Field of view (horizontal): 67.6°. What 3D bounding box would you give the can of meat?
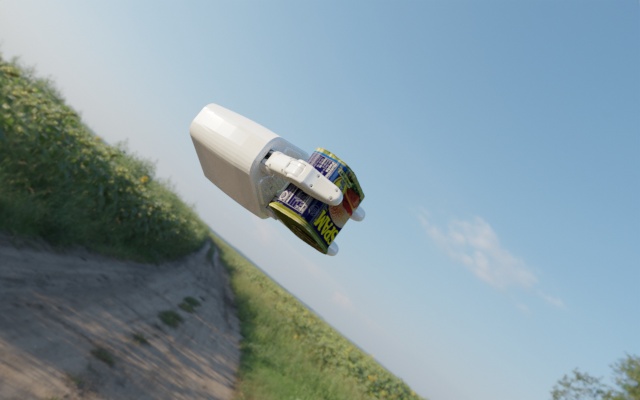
[{"bbox_3d":[0.000,0.001,0.537,0.057,0.084,0.102,30,-13,27],"label":"can of meat"}]
